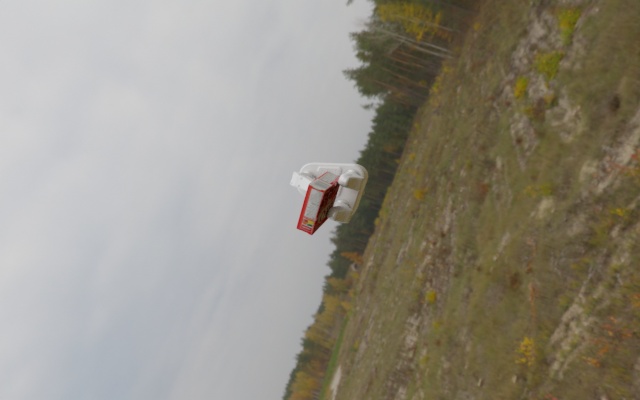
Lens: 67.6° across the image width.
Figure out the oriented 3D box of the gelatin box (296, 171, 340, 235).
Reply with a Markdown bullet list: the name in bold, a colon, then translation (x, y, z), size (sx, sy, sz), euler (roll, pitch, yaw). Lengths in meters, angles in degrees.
- **gelatin box**: translation (0.000, 0.002, 0.720), size (0.030, 0.073, 0.089), euler (22, 22, 13)
